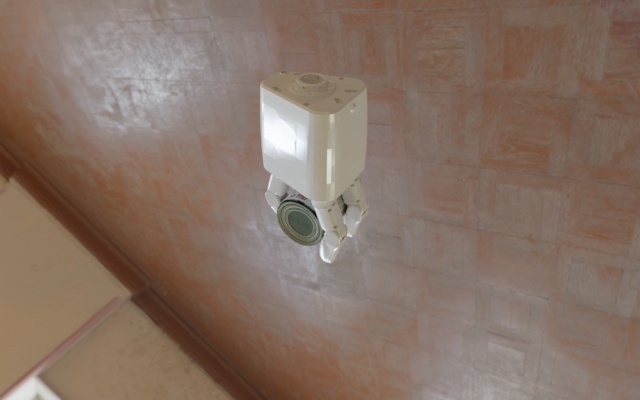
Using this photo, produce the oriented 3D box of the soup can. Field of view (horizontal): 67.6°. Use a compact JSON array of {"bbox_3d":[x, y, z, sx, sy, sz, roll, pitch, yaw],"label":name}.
[{"bbox_3d":[0.000,0.002,0.601,0.068,0.068,0.102,0,32,37],"label":"soup can"}]
